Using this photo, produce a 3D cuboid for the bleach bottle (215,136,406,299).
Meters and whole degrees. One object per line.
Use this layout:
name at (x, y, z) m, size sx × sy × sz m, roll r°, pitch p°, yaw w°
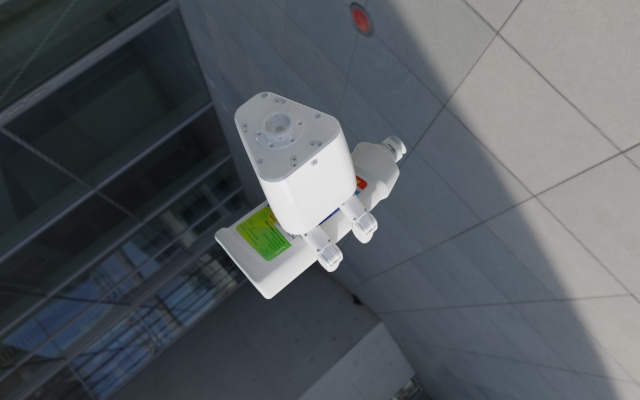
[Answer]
bleach bottle at (0.000, 0.002, 0.589) m, size 0.102 × 0.251 × 0.068 m, roll 43°, pitch -13°, yaw 28°
